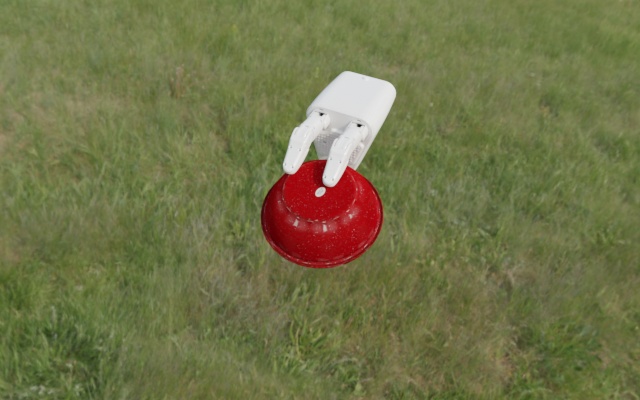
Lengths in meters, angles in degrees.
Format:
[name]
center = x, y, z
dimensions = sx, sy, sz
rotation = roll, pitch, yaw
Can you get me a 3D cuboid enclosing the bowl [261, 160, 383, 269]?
[bowl]
center = 0.000, 0.003, 0.604
dimensions = 0.162, 0.162, 0.055
rotation = 0, -33, 4
